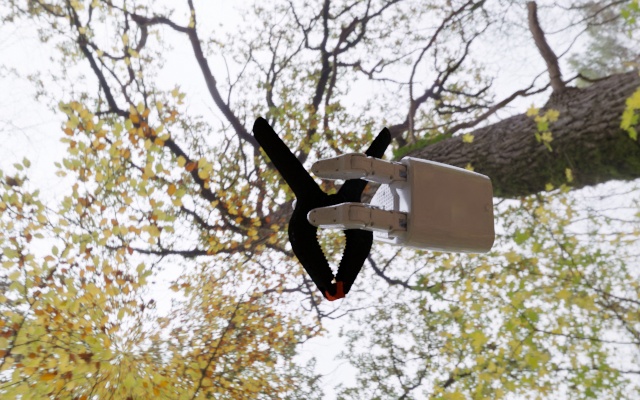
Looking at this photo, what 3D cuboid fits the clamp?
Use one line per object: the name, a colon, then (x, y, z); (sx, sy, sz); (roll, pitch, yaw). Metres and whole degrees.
clamp: (0.000, 0.002, 0.522); (0.164, 0.210, 0.036); (8, -19, -14)
